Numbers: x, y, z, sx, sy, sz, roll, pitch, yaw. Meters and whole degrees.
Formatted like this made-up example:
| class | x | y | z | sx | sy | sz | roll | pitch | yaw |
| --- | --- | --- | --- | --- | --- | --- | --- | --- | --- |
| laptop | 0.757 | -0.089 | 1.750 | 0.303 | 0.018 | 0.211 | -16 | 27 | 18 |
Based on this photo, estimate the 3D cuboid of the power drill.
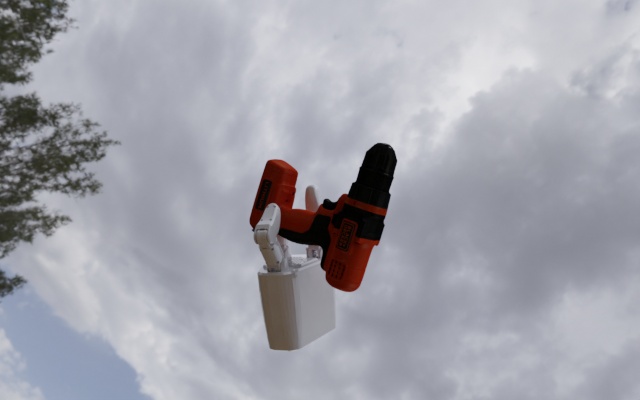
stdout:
| class | x | y | z | sx | sy | sz | roll | pitch | yaw |
| --- | --- | --- | --- | --- | --- | --- | --- | --- | --- |
| power drill | 0.000 | 0.002 | 0.615 | 0.187 | 0.184 | 0.057 | 20 | 3 | 39 |
